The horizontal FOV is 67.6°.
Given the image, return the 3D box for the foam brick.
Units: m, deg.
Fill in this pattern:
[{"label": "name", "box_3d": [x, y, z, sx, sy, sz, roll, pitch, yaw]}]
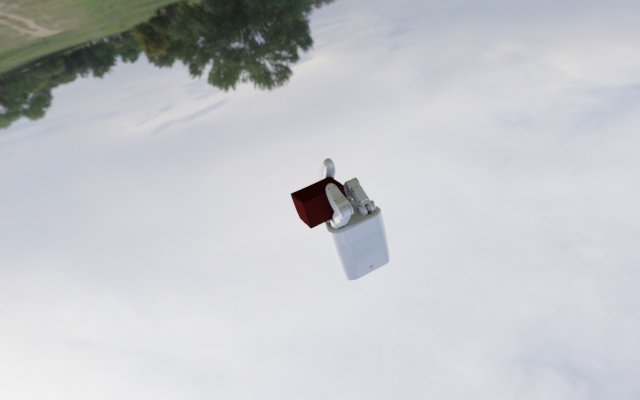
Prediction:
[{"label": "foam brick", "box_3d": [0.000, 0.003, 0.791, 0.078, 0.051, 0.053, -24, 28, -16]}]
